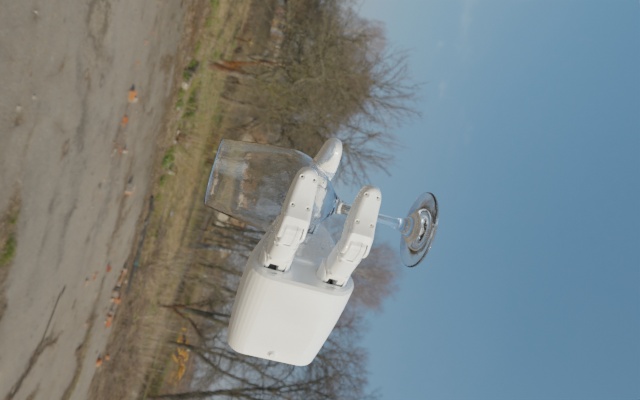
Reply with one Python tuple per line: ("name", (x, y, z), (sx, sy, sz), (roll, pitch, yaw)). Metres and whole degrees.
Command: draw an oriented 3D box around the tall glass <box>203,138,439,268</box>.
("tall glass", (0.001, 0.001, 0.436), (0.201, 0.079, 0.079), (16, -3, -11))
